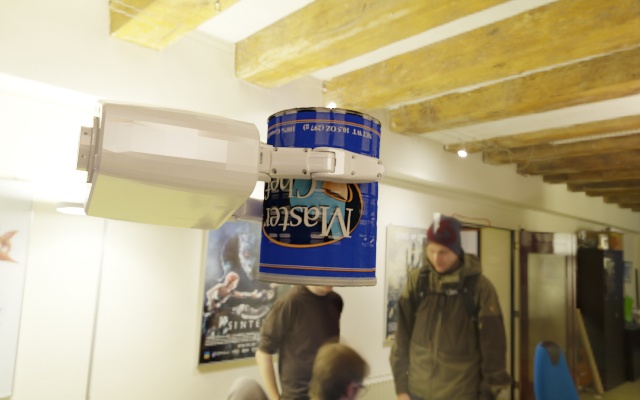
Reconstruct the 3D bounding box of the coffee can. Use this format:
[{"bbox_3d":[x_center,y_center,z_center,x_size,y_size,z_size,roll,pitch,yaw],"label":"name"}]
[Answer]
[{"bbox_3d":[0.000,0.002,0.418,0.103,0.140,0.103,3,-7,0],"label":"coffee can"}]
